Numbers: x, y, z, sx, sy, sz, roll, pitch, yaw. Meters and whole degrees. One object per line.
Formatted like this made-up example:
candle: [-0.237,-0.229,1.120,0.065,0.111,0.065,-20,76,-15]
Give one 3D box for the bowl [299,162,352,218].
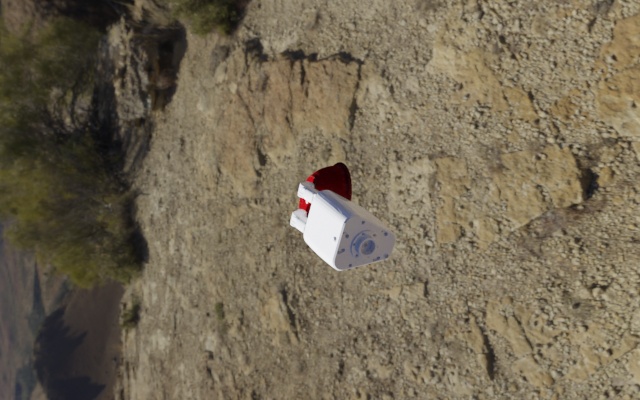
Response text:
bowl: [-0.001,0.003,0.895,0.055,0.162,0.162,10,-3,-20]
